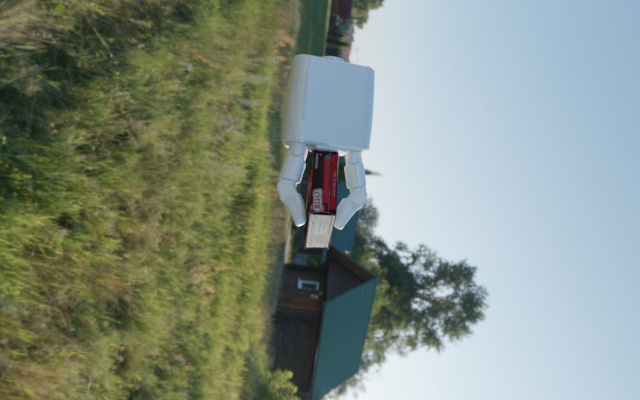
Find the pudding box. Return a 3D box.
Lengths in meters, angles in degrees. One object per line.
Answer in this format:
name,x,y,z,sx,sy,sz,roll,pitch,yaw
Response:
pudding box,0.000,0.002,0.617,0.039,0.090,0.114,4,-28,0
